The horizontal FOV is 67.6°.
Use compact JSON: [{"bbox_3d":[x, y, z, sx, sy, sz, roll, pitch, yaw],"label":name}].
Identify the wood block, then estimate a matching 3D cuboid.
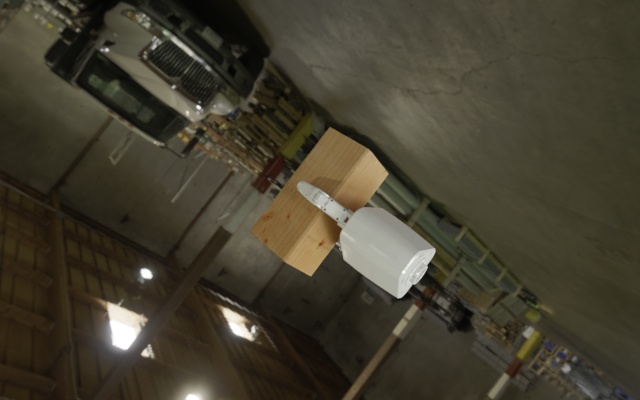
[{"bbox_3d":[0.000,0.003,0.752,0.090,0.206,0.091,36,-3,35],"label":"wood block"}]
